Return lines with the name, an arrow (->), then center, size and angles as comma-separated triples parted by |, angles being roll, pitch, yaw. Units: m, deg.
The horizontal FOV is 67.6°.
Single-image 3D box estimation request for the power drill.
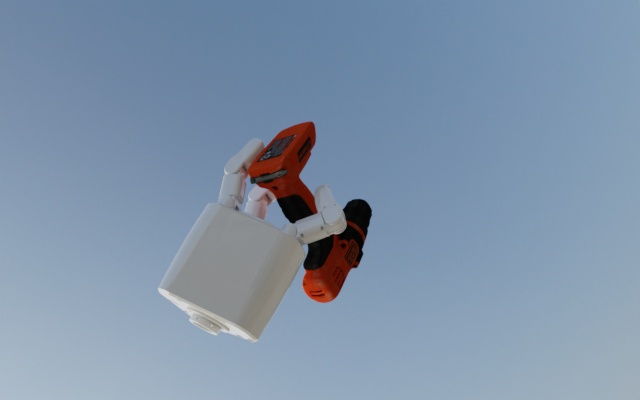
power drill -> 0.000, 0.002, 0.588 | 0.057, 0.188, 0.184 | -15, 27, 30
